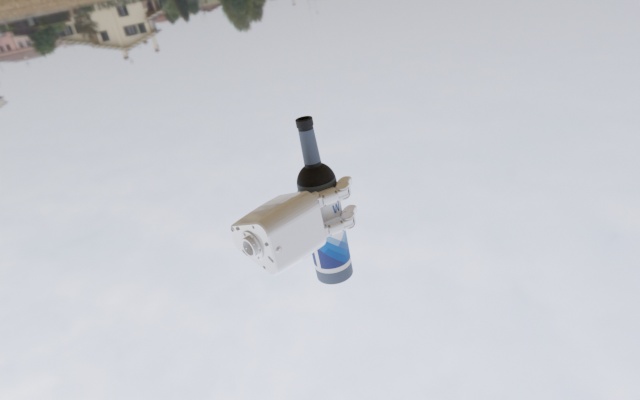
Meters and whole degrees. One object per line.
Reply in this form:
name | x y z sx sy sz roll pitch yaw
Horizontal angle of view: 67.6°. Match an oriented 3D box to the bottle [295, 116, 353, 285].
bottle | 0.000 0.003 0.807 0.069 0.296 0.069 -9 25 4
